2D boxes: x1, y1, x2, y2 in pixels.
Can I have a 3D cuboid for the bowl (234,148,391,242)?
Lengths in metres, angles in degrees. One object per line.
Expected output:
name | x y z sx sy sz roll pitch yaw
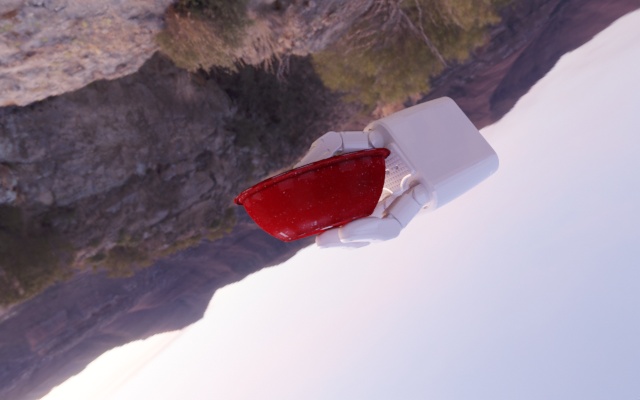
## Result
bowl | -0.001 0.002 0.472 0.162 0.055 0.162 -17 -5 -2
